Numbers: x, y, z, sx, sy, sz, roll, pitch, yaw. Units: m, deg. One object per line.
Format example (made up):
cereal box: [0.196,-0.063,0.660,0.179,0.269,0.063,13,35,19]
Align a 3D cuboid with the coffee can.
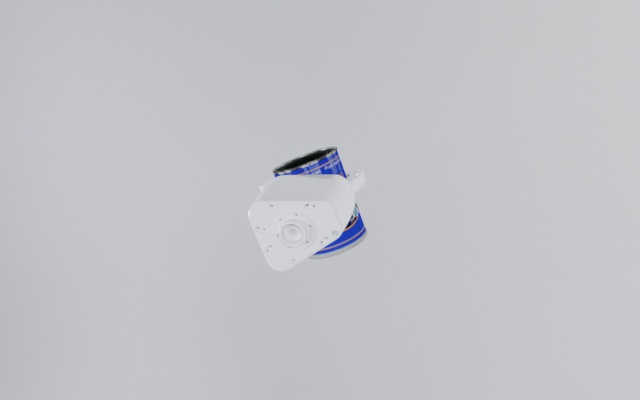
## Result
coffee can: [0.000,0.002,0.719,0.103,0.140,0.102,-20,13,5]
